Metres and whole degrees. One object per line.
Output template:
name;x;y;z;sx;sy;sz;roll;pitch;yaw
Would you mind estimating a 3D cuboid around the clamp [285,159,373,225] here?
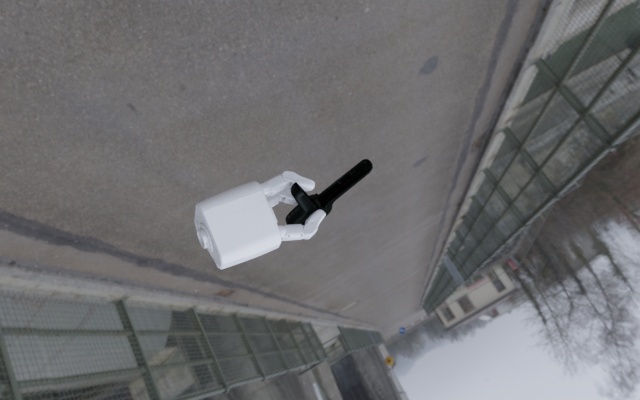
clamp;0.000;0.004;0.853;0.164;0.036;0.210;-22;-20;-26
